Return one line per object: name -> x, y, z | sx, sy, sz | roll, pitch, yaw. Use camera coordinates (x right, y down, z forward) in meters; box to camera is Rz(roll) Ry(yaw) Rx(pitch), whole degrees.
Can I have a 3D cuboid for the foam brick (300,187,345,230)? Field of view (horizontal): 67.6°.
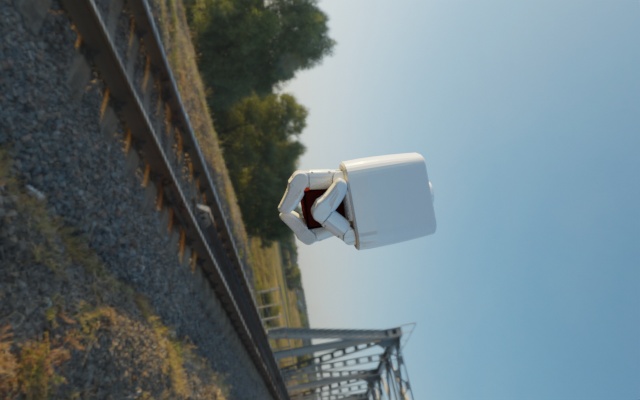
foam brick -> 0.000, 0.002, 0.656 | 0.051, 0.053, 0.078 | -10, 14, -5
